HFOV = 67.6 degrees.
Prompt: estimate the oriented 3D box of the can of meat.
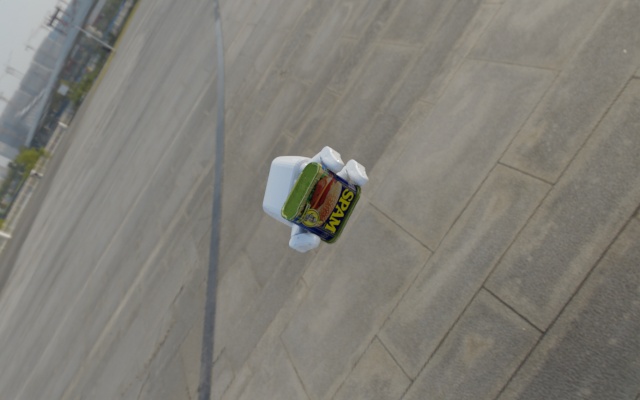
[{"bbox_3d":[0.000,0.002,0.724,0.084,0.102,0.057,30,-5,-29],"label":"can of meat"}]
